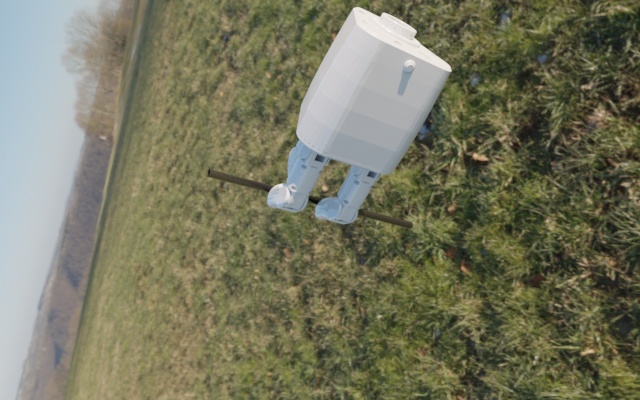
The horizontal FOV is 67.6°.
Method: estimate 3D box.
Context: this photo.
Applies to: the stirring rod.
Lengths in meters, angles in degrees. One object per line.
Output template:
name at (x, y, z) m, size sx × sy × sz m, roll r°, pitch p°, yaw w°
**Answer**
stirring rod at (0.000, 0.002, 0.498) m, size 0.239 × 0.011 × 0.011 m, roll 15°, pitch -7°, yaw -26°
